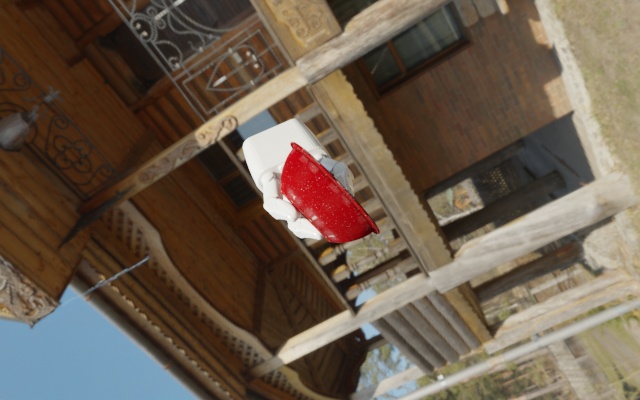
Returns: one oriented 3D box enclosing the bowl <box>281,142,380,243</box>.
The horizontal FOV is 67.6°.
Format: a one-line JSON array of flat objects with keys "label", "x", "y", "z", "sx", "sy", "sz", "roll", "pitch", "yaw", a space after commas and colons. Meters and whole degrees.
[{"label": "bowl", "x": 0.000, "y": 0.003, "z": 0.606, "sx": 0.055, "sy": 0.162, "sz": 0.162, "roll": -44, "pitch": 3, "yaw": -4}]
